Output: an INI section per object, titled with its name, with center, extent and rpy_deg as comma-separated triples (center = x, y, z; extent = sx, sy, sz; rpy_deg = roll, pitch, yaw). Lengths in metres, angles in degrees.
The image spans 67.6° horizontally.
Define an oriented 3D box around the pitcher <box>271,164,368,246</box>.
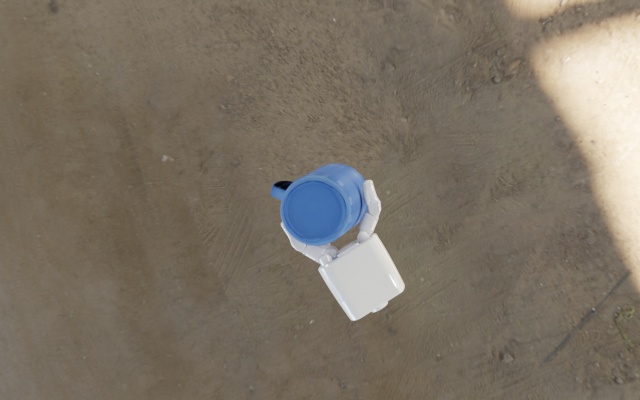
[pitcher]
center = 0.000, 0.003, 0.823
extent = 0.149, 0.145, 0.243
rpy_deg = -30, -1, 11
